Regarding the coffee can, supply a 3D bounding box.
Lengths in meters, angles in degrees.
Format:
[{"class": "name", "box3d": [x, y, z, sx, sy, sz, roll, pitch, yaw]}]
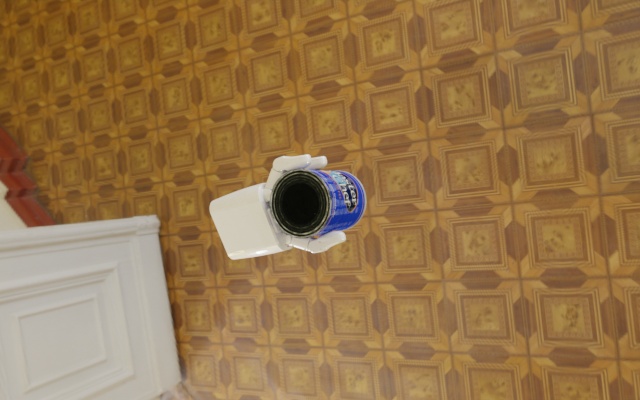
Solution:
[{"class": "coffee can", "box3d": [0.000, 0.002, 0.754, 0.103, 0.103, 0.140, 0, 2, 26]}]
